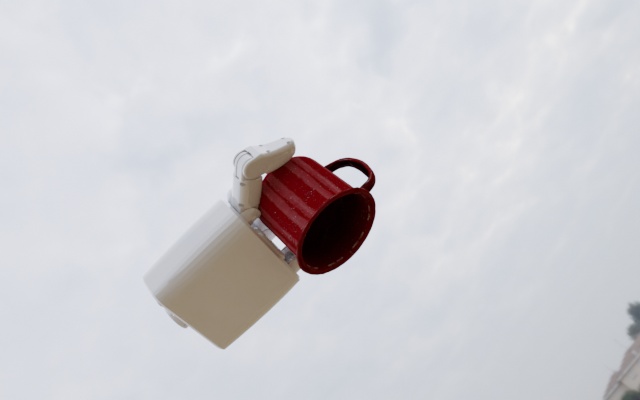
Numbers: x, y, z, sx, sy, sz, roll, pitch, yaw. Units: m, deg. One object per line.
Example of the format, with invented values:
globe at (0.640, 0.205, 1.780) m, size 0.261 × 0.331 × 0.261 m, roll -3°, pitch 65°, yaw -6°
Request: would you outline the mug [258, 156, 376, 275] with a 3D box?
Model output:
mug at (0.001, 0.000, 0.456) m, size 0.081 × 0.117 × 0.093 m, roll 39°, pitch -12°, yaw 37°
